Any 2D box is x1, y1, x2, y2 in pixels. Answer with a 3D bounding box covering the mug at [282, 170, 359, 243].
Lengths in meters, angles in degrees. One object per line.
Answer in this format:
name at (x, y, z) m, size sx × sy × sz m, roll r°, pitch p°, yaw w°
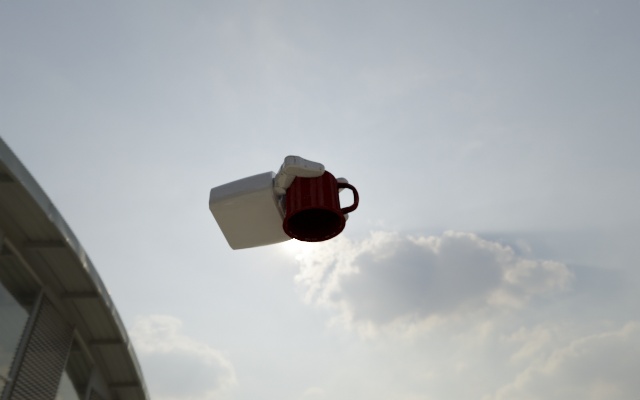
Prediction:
mug at (0.001, 0.002, 0.716) m, size 0.117 × 0.081 × 0.093 m, roll -13°, pitch -39°, yaw 11°
